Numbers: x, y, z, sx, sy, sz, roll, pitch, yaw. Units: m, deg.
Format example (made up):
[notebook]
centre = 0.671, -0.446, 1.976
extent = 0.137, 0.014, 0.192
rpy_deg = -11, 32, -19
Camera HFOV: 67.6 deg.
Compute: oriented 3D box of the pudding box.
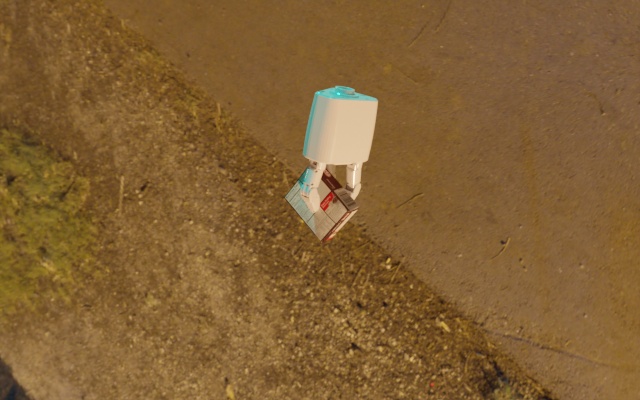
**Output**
[pudding box]
centre = 0.000, 0.003, 0.838
extent = 0.039, 0.113, 0.090
rpy_deg = -17, -28, -52
